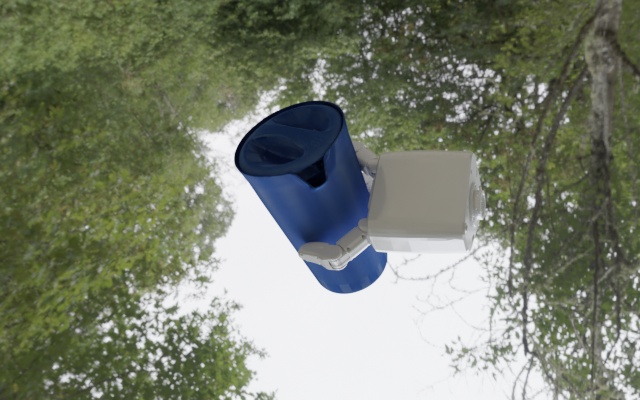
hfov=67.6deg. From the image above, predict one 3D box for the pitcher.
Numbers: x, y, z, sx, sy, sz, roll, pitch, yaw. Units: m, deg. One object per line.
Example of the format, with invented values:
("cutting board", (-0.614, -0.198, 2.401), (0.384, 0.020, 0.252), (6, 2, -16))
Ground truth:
("pitcher", (0.000, 0.002, 0.608), (0.145, 0.149, 0.243), (0, -44, 29))
